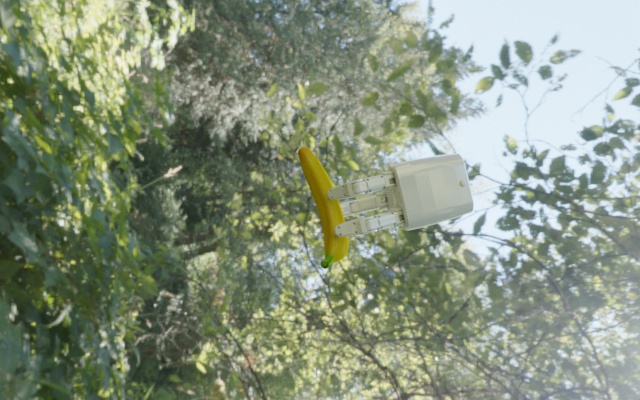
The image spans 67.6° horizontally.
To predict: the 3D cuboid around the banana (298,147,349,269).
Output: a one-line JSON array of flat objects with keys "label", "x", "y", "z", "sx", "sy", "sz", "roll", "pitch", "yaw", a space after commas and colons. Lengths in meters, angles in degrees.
[{"label": "banana", "x": 0.008, "y": 0.011, "z": 0.718, "sx": 0.037, "sy": 0.197, "sz": 0.070, "roll": -22, "pitch": -26, "yaw": 16}]
